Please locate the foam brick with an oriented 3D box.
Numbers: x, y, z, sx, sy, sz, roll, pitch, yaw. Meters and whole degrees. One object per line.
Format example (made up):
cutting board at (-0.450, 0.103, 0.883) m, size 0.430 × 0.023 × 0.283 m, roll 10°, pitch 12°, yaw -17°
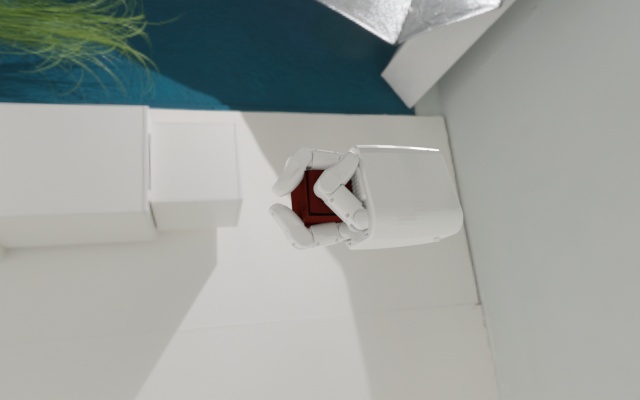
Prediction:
foam brick at (0.000, 0.002, 0.540) m, size 0.051 × 0.053 × 0.078 m, roll -1°, pitch -15°, yaw -16°
